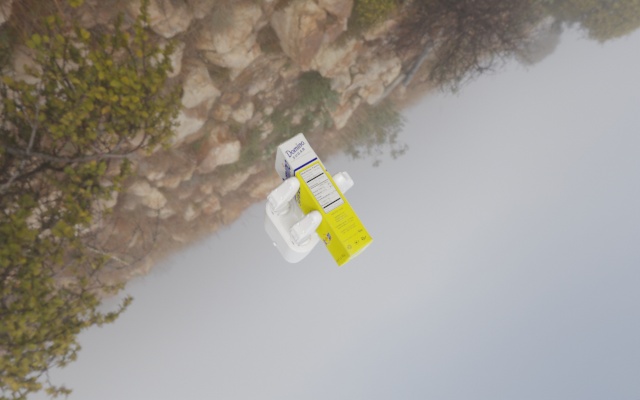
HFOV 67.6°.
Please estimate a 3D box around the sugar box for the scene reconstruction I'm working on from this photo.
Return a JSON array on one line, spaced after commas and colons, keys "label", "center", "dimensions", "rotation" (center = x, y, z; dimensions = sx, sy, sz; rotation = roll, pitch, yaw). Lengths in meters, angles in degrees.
[{"label": "sugar box", "center": [0.000, 0.003, 0.662], "dimensions": [0.048, 0.176, 0.093], "rotation": [-33, -10, -16]}]
